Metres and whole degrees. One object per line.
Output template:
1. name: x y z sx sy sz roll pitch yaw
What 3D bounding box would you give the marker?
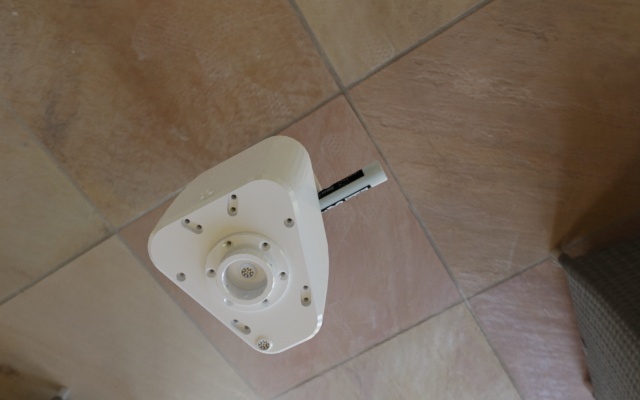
1. marker: 0.000 0.001 0.415 0.121 0.020 0.020 -27 -5 9
